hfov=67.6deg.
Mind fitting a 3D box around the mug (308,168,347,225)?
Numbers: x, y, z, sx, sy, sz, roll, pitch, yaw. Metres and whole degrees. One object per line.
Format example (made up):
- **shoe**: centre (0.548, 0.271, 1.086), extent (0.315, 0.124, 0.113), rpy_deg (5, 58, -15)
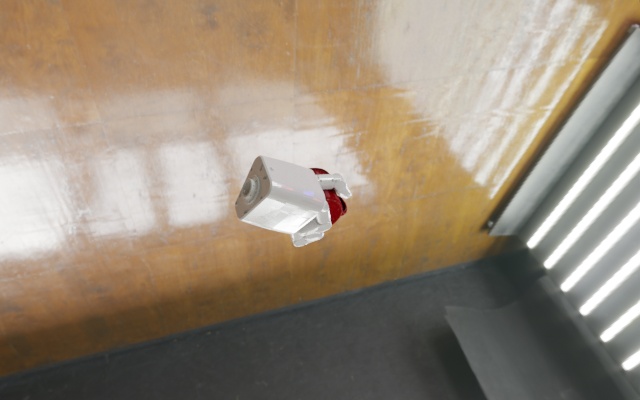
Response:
- **mug**: centre (0.001, 0.003, 0.888), extent (0.117, 0.093, 0.081), rpy_deg (15, 35, -35)
